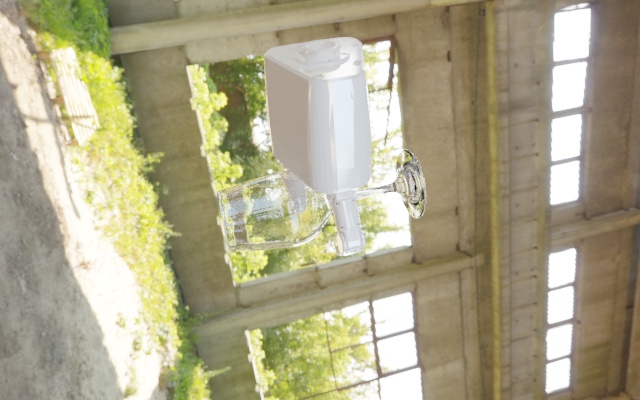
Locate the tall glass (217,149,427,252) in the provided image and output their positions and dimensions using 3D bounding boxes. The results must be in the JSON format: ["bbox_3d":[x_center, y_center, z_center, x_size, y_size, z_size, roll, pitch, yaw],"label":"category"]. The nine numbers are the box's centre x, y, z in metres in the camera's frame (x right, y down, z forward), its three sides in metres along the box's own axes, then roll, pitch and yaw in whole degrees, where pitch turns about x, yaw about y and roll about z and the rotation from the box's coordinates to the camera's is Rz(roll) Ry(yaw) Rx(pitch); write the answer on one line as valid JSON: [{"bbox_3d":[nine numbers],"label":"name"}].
[{"bbox_3d":[0.001,0.002,0.488,0.201,0.079,0.079,-12,2,-10],"label":"tall glass"}]
